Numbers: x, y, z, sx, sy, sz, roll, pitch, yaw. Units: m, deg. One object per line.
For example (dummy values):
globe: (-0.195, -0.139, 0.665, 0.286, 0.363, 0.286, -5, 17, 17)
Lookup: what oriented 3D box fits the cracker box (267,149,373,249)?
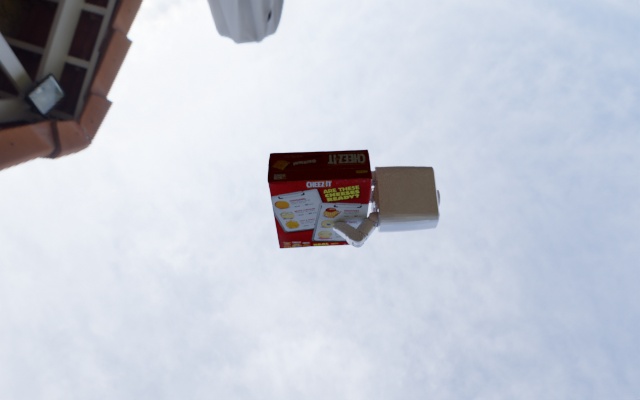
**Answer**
cracker box: (0.000, 0.003, 0.836, 0.164, 0.072, 0.214, -3, -35, -1)
